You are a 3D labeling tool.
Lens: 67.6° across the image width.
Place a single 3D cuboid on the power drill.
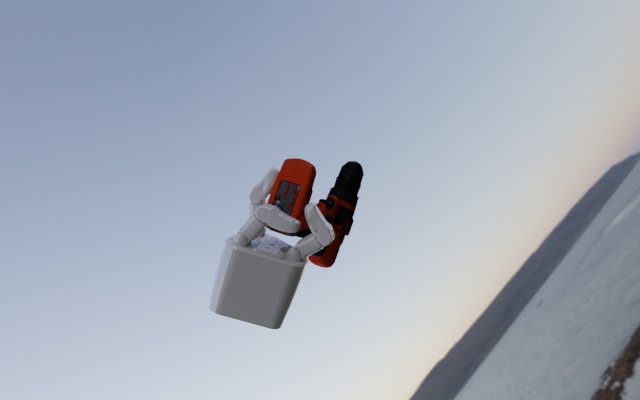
[{"bbox_3d":[0.000,0.003,0.728,0.057,0.184,0.188,13,-10,31],"label":"power drill"}]
